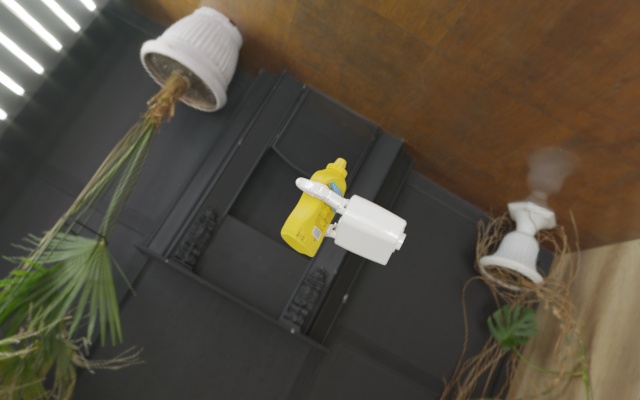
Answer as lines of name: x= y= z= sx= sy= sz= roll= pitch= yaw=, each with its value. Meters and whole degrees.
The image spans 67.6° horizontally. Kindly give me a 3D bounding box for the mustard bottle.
mustard bottle: x=0.000 y=0.003 z=0.894 sx=0.058 sy=0.191 sz=0.096 roll=17 pitch=-21 yaw=32
